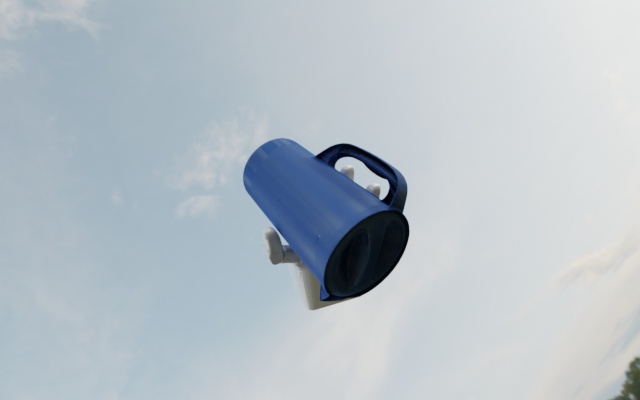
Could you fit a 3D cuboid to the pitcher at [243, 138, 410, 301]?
[{"bbox_3d":[0.000,0.002,0.649,0.149,0.145,0.242,-28,46,-22],"label":"pitcher"}]
